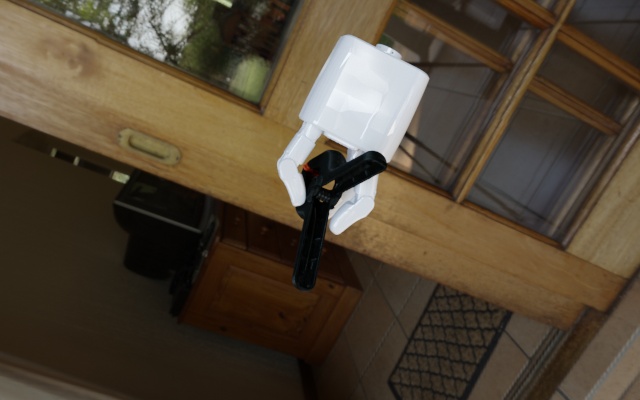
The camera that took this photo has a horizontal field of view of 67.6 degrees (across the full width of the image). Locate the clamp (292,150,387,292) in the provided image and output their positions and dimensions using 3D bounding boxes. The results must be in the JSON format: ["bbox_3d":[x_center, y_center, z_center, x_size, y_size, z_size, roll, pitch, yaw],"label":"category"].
[{"bbox_3d":[-0.001,0.001,0.561,0.036,0.164,0.210,27,8,-18],"label":"clamp"}]
